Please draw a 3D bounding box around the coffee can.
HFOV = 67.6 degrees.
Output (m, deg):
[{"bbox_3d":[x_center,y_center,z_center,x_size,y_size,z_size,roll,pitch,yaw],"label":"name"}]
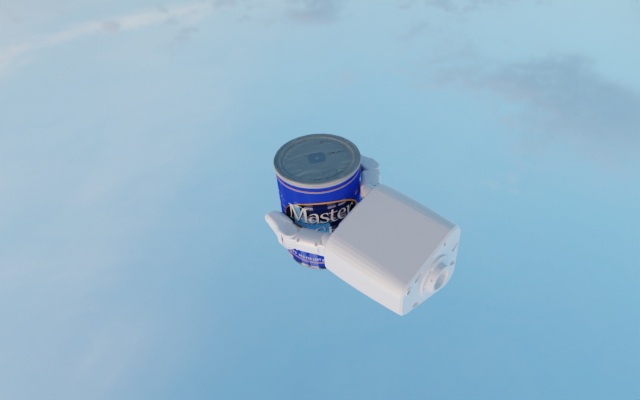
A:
[{"bbox_3d":[0.000,0.002,0.603,0.103,0.140,0.102,-3,40,2],"label":"coffee can"}]
